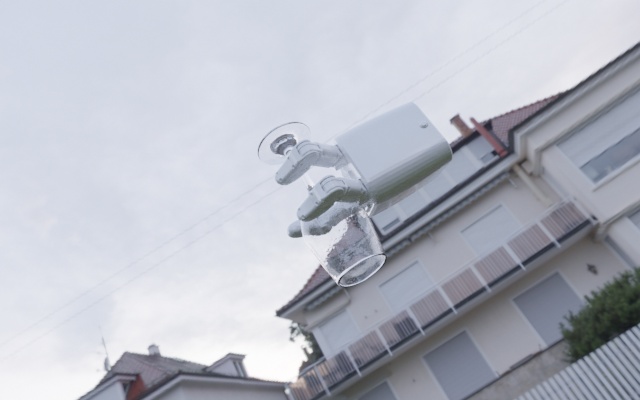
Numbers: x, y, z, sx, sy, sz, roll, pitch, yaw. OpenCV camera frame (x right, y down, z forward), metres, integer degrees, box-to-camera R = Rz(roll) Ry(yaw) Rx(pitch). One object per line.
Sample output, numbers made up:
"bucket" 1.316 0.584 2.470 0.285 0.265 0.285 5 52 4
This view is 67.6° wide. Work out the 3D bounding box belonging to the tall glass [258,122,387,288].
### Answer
"tall glass" 0.000 0.001 0.563 0.079 0.201 0.079 -24 -29 -14
